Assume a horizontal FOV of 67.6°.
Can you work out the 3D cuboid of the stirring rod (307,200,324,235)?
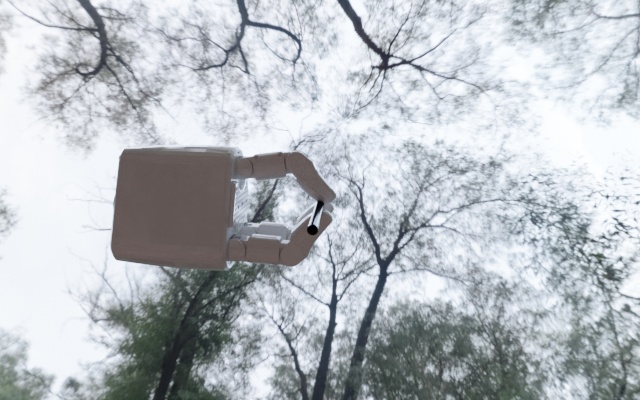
[{"bbox_3d":[0.000,0.001,0.456,0.011,0.011,0.239,0,9,3],"label":"stirring rod"}]
